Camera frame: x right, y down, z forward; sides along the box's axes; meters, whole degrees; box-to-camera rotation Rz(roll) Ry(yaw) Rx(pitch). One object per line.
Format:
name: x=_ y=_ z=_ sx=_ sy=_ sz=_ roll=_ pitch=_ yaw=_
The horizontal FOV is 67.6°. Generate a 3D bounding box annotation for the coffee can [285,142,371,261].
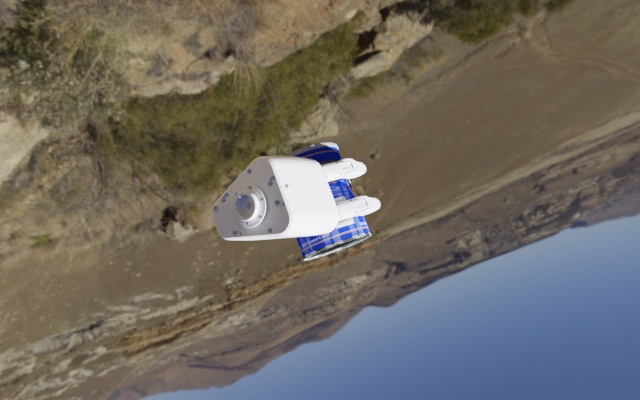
coffee can: x=0.000 y=0.002 z=0.681 sx=0.103 sy=0.140 sz=0.103 roll=-20 pitch=-10 yaw=-4
